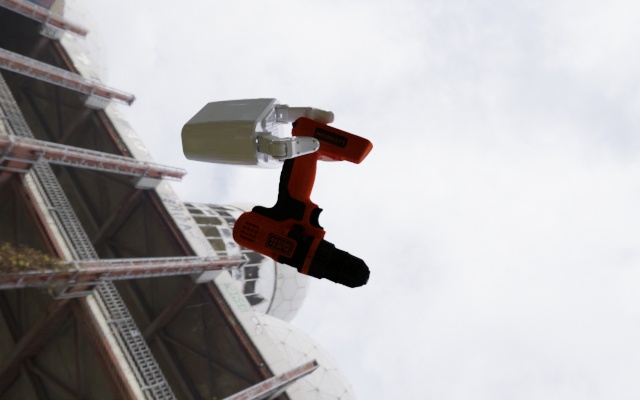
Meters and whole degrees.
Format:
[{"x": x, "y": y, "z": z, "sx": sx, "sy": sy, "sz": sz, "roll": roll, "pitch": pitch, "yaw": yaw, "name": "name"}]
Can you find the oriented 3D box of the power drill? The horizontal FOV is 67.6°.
[{"x": 0.000, "y": 0.001, "z": 0.607, "sx": 0.184, "sy": 0.187, "sz": 0.057, "roll": 21, "pitch": -2, "yaw": 3, "name": "power drill"}]
